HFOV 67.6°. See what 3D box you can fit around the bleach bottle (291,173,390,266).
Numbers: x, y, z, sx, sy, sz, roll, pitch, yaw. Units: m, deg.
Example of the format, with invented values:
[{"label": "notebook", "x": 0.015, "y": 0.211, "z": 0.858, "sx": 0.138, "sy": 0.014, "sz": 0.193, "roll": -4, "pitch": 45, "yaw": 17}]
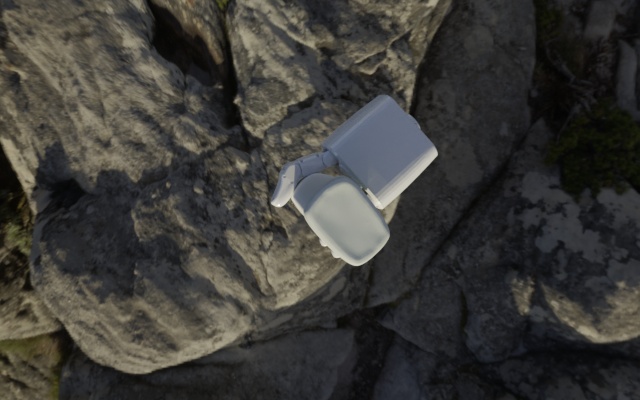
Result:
[{"label": "bleach bottle", "x": 0.000, "y": 0.002, "z": 0.623, "sx": 0.068, "sy": 0.102, "sz": 0.250, "roll": -42, "pitch": 18, "yaw": -4}]
